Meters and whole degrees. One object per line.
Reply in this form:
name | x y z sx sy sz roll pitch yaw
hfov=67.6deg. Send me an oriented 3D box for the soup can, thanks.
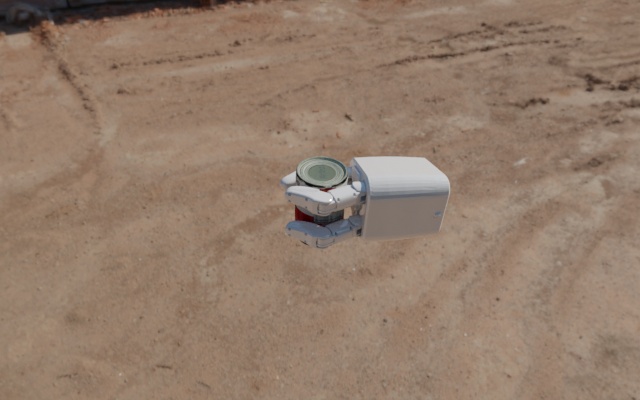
soup can | 0.000 0.002 0.627 0.068 0.102 0.068 2 39 -2
